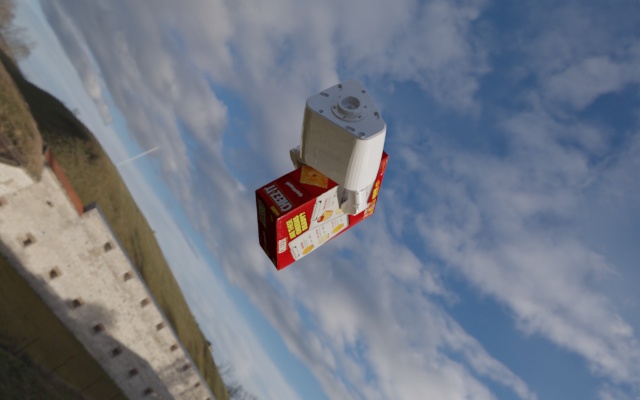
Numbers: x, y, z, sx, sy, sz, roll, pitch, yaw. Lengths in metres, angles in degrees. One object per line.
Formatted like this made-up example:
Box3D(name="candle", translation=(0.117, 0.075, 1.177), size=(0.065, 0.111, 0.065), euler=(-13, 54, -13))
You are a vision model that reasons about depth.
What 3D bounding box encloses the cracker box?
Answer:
Box3D(name="cracker box", translation=(0.000, 0.003, 0.787), size=(0.213, 0.072, 0.164), euler=(-29, -29, -22))
